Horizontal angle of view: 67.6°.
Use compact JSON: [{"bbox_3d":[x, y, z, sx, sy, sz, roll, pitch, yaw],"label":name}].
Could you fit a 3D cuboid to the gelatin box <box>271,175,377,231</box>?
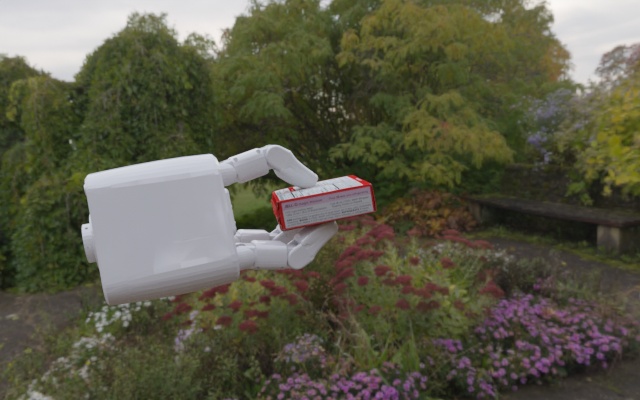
[{"bbox_3d":[0.000,0.001,0.453,0.089,0.030,0.073,-12,10,-7],"label":"gelatin box"}]
